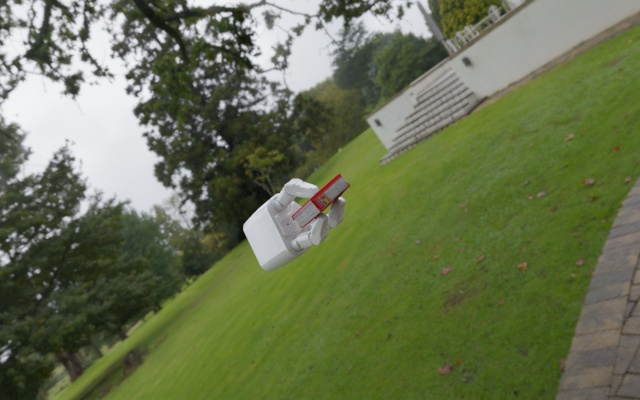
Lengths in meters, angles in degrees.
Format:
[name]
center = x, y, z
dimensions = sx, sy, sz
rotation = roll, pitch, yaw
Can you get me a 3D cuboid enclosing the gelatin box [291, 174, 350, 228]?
[gelatin box]
center = 0.000, 0.002, 0.773
dimensions = 0.073, 0.030, 0.089
rotation = -41, -1, -31
